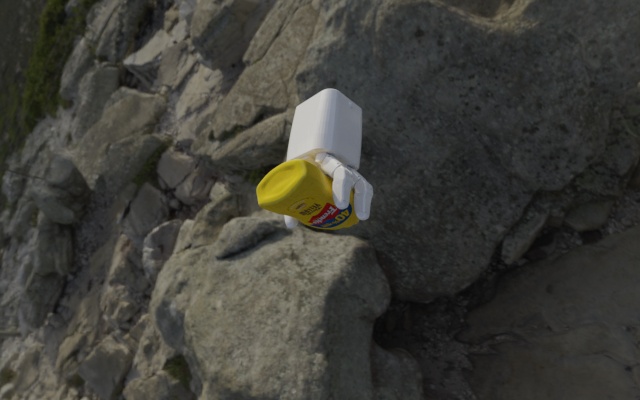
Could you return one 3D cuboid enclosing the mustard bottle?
[{"bbox_3d":[0.000,0.003,0.732,0.096,0.058,0.192,-32,-35,27],"label":"mustard bottle"}]
